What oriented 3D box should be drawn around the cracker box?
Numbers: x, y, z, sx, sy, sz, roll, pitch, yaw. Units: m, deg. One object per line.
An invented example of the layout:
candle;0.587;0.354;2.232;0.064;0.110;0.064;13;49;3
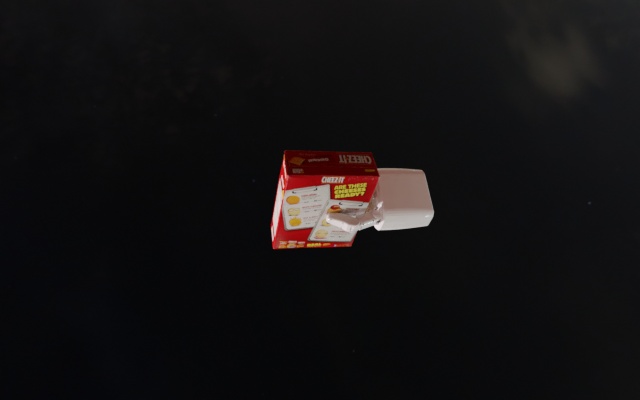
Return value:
cracker box;0.000;0.003;0.896;0.164;0.072;0.214;0;-40;-14
